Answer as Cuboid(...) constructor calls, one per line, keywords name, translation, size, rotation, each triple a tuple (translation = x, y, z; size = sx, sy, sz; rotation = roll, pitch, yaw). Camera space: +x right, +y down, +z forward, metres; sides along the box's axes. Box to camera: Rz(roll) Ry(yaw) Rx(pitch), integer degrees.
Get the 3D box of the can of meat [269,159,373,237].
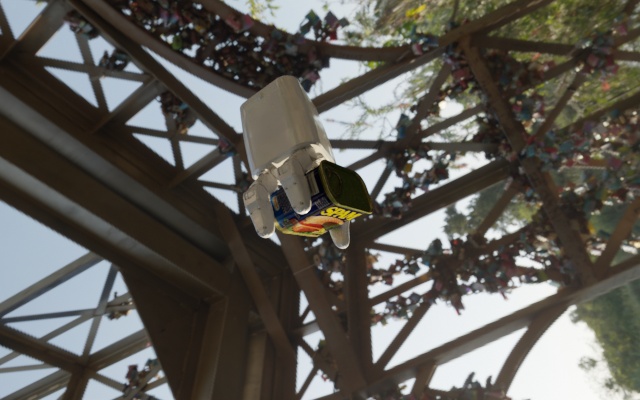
Cuboid(name="can of meat", translation=(0.000, 0.002, 0.567), size=(0.084, 0.057, 0.102), rotation=(-28, -22, 26))
